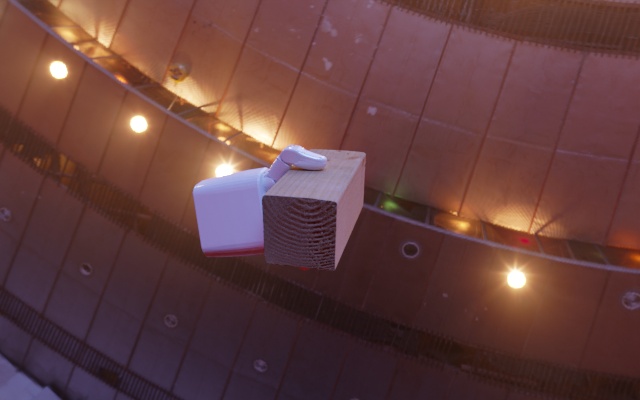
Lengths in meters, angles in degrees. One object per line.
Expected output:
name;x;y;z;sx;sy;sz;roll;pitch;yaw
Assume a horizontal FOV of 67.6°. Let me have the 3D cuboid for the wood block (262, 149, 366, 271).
wood block;0.000;0.002;0.642;0.090;0.091;0.206;5;22;13
